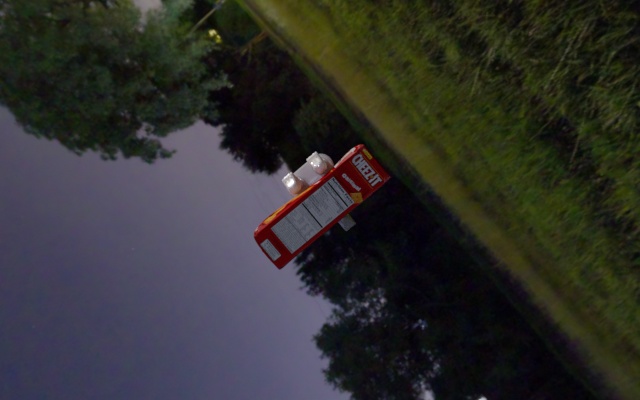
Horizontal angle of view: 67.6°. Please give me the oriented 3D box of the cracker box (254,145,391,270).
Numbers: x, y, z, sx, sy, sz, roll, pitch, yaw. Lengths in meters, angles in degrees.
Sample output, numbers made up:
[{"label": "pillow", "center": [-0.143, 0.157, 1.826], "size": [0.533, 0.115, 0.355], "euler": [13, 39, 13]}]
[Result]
[{"label": "cracker box", "center": [0.000, 0.003, 0.762], "size": [0.214, 0.072, 0.164], "euler": [-40, 4, 4]}]
